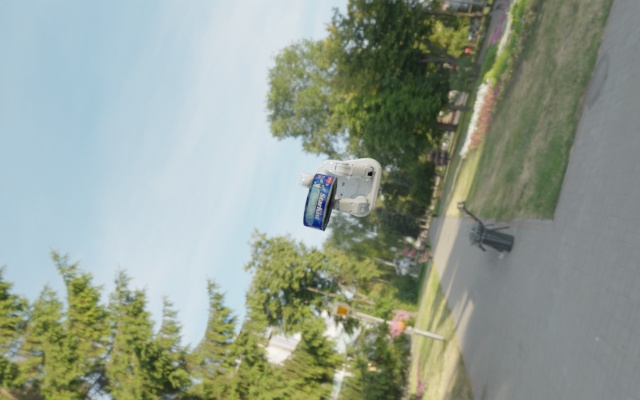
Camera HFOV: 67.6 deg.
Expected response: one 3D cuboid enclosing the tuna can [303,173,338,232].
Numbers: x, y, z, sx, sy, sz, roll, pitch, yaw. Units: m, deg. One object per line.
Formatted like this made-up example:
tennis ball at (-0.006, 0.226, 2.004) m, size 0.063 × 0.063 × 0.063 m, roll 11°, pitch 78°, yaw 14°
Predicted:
tuna can at (0.000, 0.002, 0.730) m, size 0.034 × 0.086 × 0.086 m, roll 14°, pitch 2°, yaw 7°
